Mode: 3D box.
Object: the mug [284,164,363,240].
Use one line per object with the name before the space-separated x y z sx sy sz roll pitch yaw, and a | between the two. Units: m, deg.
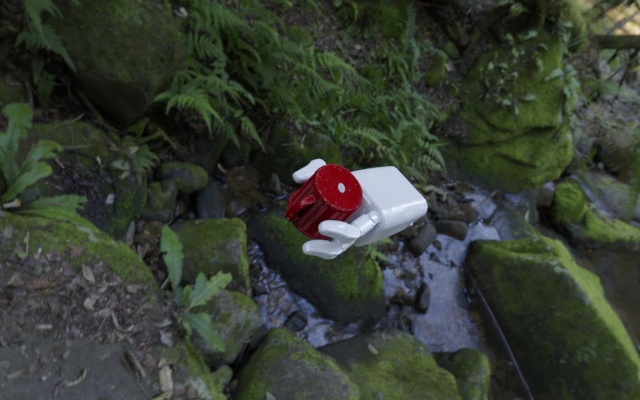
mug | -0.001 0.002 0.695 0.117 0.093 0.081 -14 -22 -38
